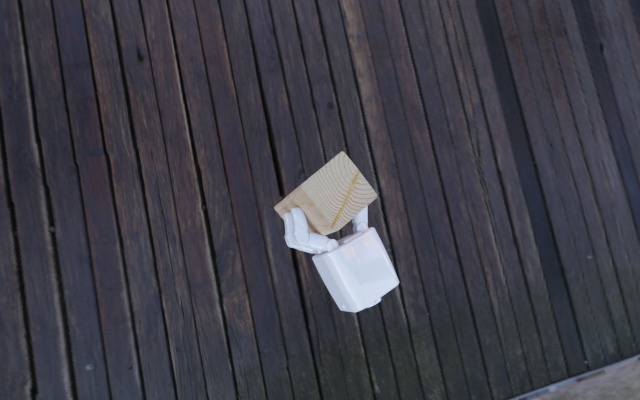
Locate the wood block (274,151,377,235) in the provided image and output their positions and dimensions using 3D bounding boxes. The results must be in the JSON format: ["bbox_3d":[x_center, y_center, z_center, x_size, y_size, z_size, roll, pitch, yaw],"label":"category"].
[{"bbox_3d":[0.001,0.003,0.804,0.091,0.090,0.206,-39,3,-19],"label":"wood block"}]
